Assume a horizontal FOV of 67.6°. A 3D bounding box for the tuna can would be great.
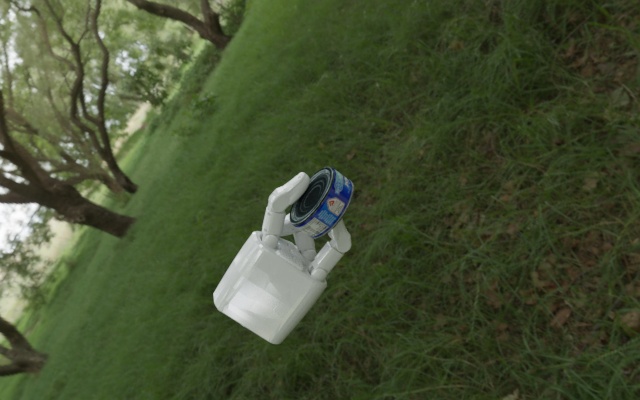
[{"bbox_3d":[0.000,0.002,0.580,0.034,0.086,0.086,35,-14,-22],"label":"tuna can"}]
